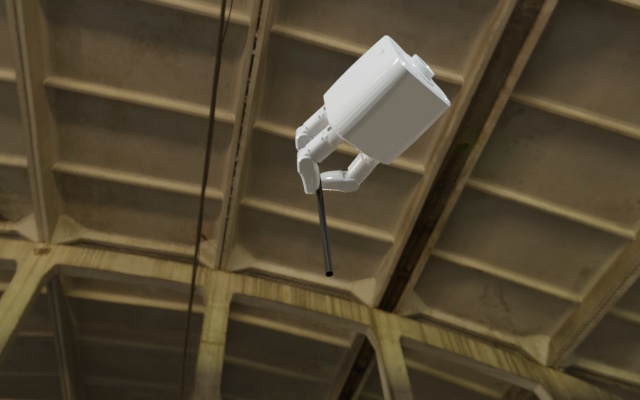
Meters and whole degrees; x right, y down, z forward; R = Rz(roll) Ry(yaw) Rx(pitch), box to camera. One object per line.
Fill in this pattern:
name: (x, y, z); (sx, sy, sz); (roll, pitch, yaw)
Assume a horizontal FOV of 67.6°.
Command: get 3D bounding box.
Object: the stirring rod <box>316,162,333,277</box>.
stirring rod: (0.000, 0.002, 0.579); (0.011, 0.011, 0.239); (0, 37, -5)
